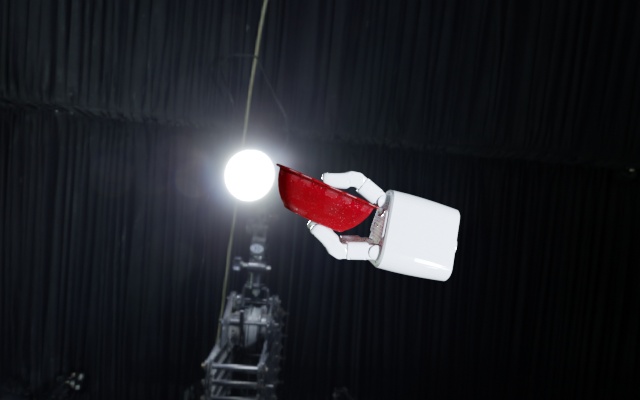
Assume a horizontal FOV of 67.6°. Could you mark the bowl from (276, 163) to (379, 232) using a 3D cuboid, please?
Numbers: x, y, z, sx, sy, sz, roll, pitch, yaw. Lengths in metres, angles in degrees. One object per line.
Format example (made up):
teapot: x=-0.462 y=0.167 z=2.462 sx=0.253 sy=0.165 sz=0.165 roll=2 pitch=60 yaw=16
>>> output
bowl: x=-0.001 y=0.002 z=0.690 sx=0.162 sy=0.055 sz=0.162 roll=24 pitch=1 yaw=-1
